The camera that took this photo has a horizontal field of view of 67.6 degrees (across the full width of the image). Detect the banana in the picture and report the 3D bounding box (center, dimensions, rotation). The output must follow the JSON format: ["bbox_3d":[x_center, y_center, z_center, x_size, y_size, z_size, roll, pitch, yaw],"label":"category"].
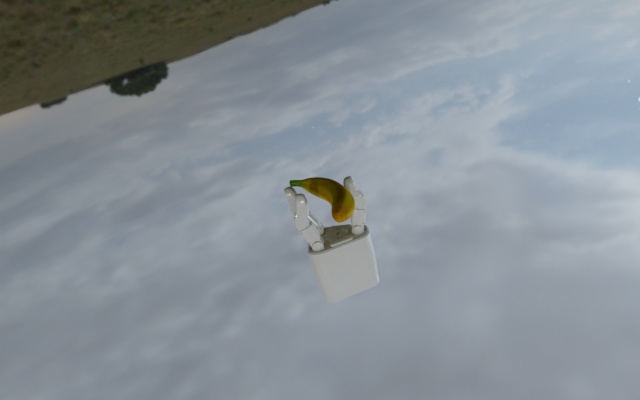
[{"bbox_3d":[0.015,-0.004,0.778,0.069,0.037,0.197,-20,23,-18],"label":"banana"}]
